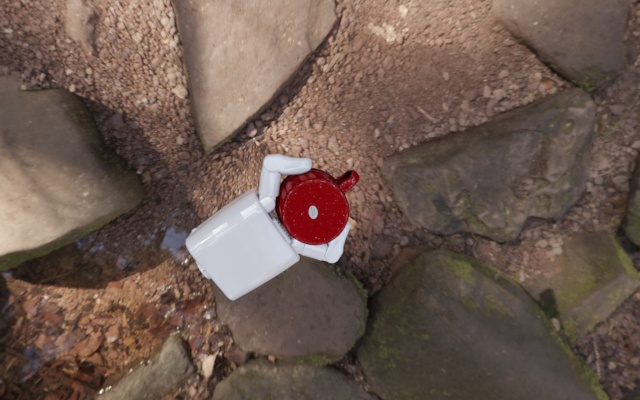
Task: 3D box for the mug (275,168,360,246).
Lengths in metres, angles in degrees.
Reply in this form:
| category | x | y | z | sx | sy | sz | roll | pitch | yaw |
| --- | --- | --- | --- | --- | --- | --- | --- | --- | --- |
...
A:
| category | x | y | z | sx | sy | sz | roll | pitch | yaw |
| --- | --- | --- | --- | --- | --- | --- | --- | --- | --- |
| mug | 0.001 | 0.001 | 0.594 | 0.117 | 0.093 | 0.081 | -34 | 11 | -1 |
